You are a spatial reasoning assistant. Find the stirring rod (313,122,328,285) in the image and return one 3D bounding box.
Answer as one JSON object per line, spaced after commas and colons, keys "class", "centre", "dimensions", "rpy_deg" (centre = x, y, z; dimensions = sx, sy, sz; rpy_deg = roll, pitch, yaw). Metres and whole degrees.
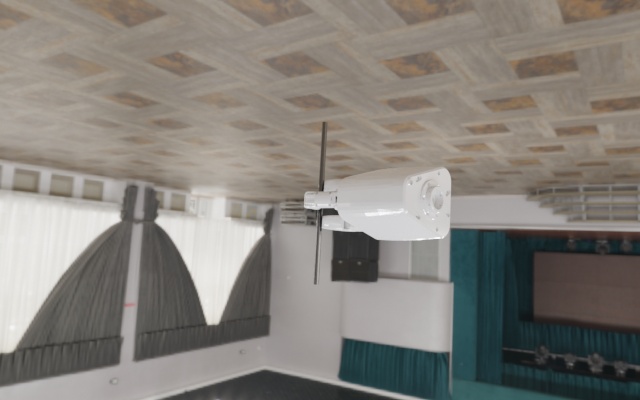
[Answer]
{"class": "stirring rod", "centre": [0.000, 0.002, 0.704], "dimensions": [0.011, 0.239, 0.011], "rpy_deg": [3, -6, 0]}
